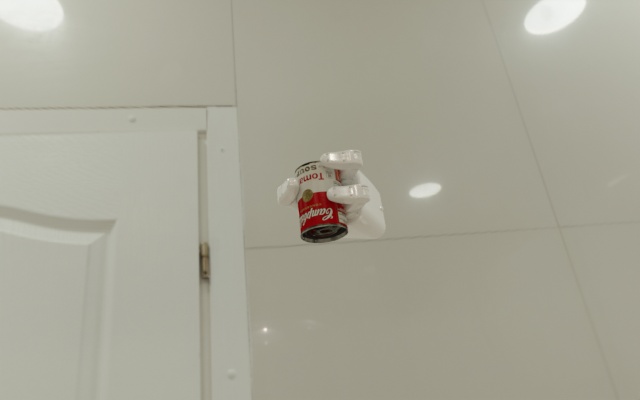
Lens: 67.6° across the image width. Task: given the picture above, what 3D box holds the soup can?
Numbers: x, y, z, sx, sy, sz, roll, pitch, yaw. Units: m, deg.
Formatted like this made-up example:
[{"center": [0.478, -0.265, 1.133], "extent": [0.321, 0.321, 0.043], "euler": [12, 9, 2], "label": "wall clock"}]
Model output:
[{"center": [0.000, 0.002, 0.689], "extent": [0.068, 0.102, 0.068], "euler": [-6, -24, -3], "label": "soup can"}]
